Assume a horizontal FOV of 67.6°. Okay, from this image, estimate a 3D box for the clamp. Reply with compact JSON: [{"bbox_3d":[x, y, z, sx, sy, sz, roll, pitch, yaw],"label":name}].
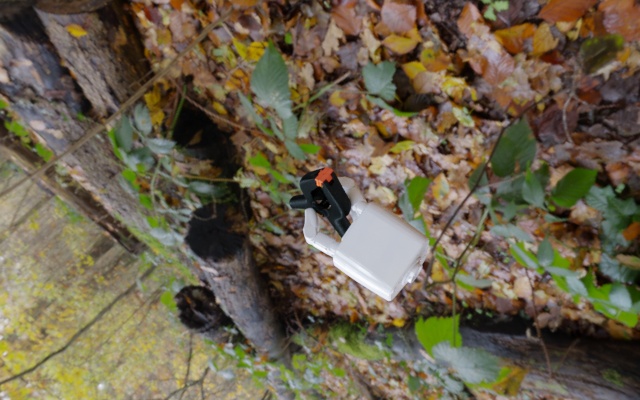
[{"bbox_3d":[0.000,0.003,0.790,0.164,0.036,0.210,32,-21,23],"label":"clamp"}]
